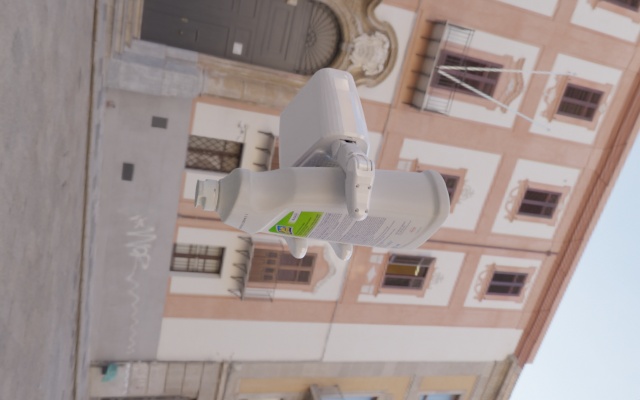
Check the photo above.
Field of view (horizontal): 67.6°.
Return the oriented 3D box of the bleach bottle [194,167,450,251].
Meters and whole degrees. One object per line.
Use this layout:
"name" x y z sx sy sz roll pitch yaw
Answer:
"bleach bottle" 0.000 0.002 0.498 0.251 0.068 0.103 6 -36 -19
